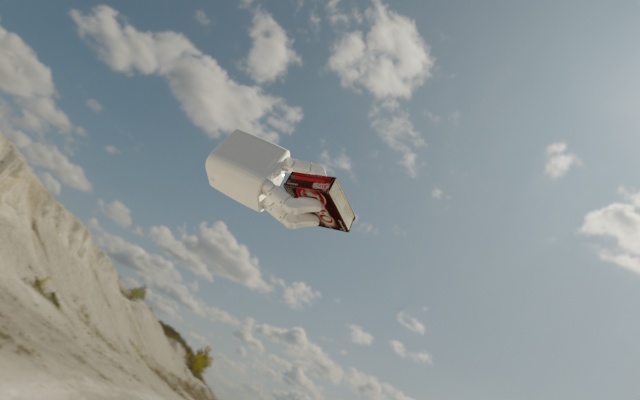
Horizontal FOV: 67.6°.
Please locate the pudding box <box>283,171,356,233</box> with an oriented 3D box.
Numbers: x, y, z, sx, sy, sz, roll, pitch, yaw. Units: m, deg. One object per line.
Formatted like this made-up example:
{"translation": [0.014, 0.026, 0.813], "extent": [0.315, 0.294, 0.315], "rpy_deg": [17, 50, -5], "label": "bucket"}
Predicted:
{"translation": [0.000, 0.003, 0.811], "extent": [0.090, 0.039, 0.114], "rpy_deg": [10, -31, 33], "label": "pudding box"}
